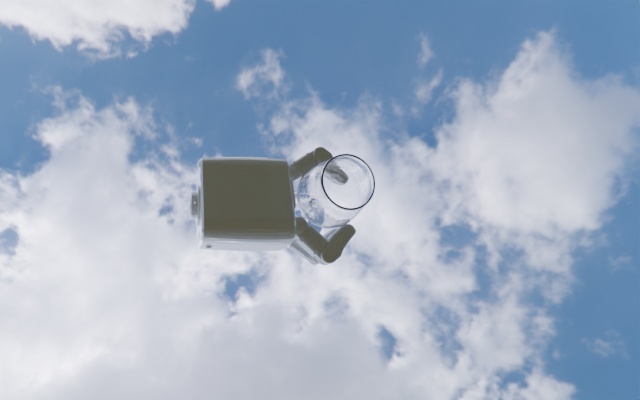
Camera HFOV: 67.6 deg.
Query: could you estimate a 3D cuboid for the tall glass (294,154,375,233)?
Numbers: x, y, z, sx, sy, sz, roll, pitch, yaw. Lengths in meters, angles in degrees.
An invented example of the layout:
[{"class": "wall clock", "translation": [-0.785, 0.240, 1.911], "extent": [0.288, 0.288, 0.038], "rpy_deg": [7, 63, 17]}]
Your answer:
[{"class": "tall glass", "translation": [0.000, 0.002, 0.598], "extent": [0.079, 0.079, 0.201], "rpy_deg": [0, -13, -18]}]
